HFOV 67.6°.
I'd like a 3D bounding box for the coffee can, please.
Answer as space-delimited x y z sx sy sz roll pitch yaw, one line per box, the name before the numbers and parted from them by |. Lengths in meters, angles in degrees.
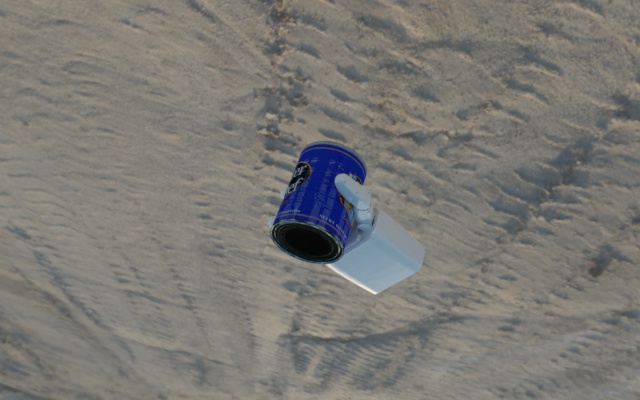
coffee can | 0.000 0.002 0.664 0.103 0.140 0.103 13 -34 9
